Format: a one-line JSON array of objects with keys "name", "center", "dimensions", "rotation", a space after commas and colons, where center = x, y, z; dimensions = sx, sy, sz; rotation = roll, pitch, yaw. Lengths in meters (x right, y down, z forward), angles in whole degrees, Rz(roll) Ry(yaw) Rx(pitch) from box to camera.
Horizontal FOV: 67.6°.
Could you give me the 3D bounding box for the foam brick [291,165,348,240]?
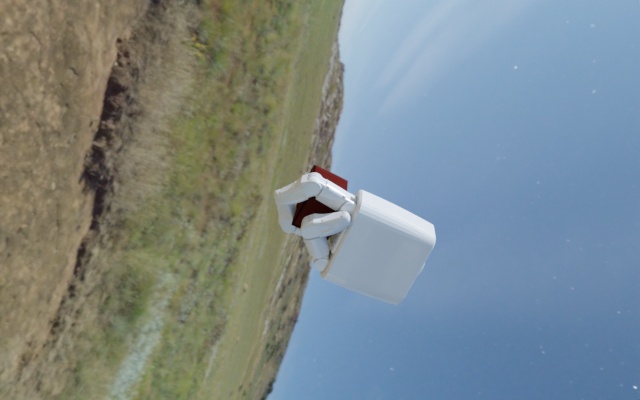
[{"name": "foam brick", "center": [0.000, 0.002, 0.614], "dimensions": [0.051, 0.053, 0.078], "rotation": [23, 33, -9]}]
